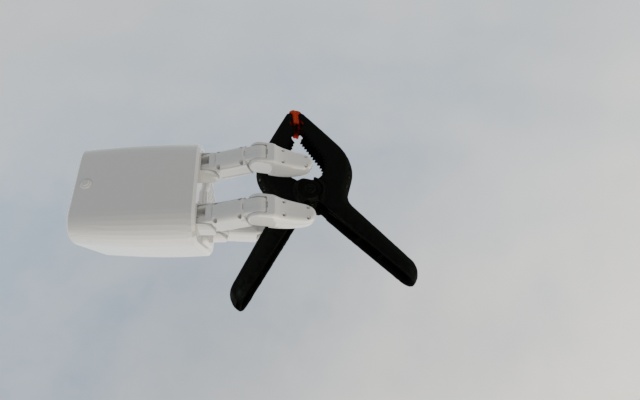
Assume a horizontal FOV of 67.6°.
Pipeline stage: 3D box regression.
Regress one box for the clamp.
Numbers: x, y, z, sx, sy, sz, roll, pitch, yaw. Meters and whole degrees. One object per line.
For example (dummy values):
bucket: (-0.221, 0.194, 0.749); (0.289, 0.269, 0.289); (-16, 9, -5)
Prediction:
clamp: (0.000, 0.001, 0.459); (0.164, 0.209, 0.036); (0, -31, -7)
